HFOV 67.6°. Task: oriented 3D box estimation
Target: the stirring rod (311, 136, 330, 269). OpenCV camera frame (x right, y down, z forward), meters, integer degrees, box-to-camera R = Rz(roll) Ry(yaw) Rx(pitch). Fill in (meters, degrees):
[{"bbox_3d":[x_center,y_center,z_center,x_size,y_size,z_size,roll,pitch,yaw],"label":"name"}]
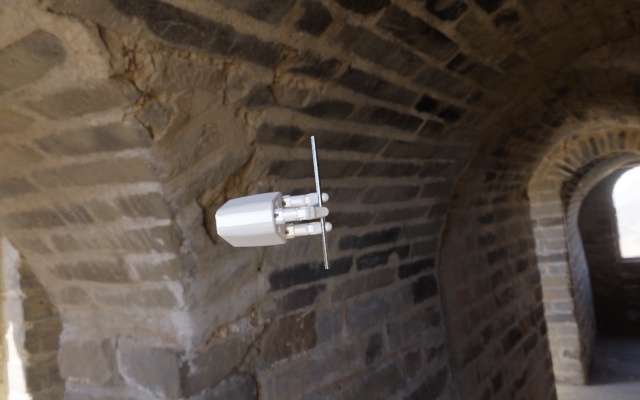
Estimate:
[{"bbox_3d":[0.000,0.003,0.866,0.011,0.239,0.011,-6,-4,0],"label":"stirring rod"}]
